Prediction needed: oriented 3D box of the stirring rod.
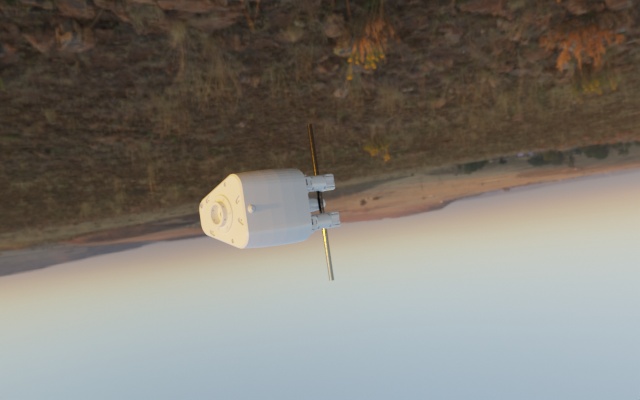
[{"bbox_3d":[0.000,0.002,0.730,0.011,0.239,0.011,-8,-2,0],"label":"stirring rod"}]
